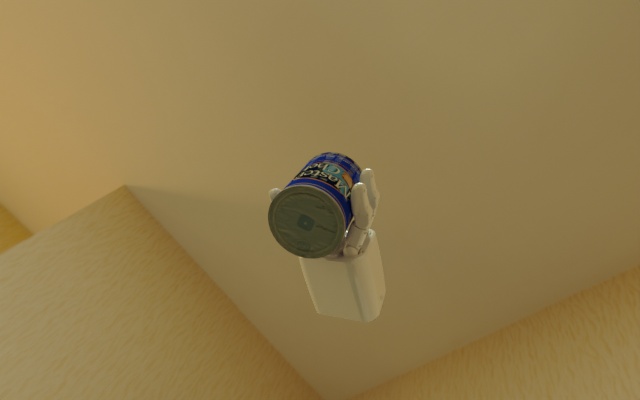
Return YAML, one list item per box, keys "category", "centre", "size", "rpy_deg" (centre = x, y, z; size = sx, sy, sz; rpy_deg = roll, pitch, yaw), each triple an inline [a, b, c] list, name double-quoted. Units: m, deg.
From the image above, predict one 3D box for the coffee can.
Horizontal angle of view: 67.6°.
- category: "coffee can"
  centre: [0.000, 0.002, 0.666]
  size: [0.103, 0.103, 0.140]
  rpy_deg: [0, 23, 18]
